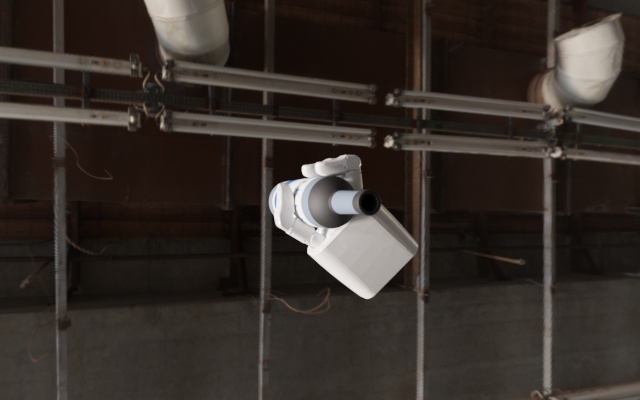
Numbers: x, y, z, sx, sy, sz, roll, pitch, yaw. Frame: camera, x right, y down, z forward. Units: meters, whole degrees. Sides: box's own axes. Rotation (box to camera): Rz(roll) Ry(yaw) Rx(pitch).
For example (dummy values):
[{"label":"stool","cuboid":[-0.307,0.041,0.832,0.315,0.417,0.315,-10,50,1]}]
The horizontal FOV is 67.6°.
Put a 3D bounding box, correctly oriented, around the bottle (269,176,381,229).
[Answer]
[{"label":"bottle","cuboid":[0.000,0.002,0.629,0.069,0.069,0.295,0,0,-20]}]
